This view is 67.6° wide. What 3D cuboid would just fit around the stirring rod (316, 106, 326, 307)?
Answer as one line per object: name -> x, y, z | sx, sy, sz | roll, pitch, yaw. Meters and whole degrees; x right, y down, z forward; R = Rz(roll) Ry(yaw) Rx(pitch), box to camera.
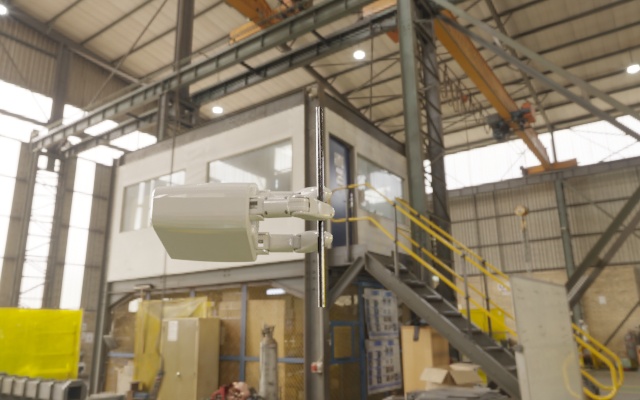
stirring rod -> 0.000, 0.002, 0.559 | 0.011, 0.239, 0.011 | -1, -15, 0
